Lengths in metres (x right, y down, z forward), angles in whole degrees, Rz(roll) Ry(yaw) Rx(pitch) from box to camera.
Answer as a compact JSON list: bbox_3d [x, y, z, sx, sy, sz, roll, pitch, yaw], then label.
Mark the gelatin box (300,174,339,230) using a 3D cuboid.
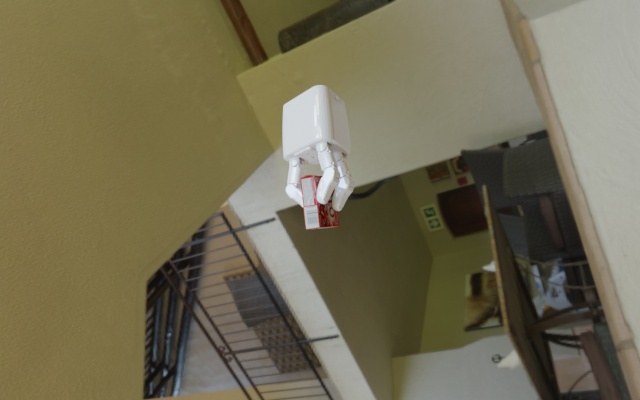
[{"bbox_3d":[0.000,0.003,0.808,0.030,0.089,0.073,-8,-4,28],"label":"gelatin box"}]
